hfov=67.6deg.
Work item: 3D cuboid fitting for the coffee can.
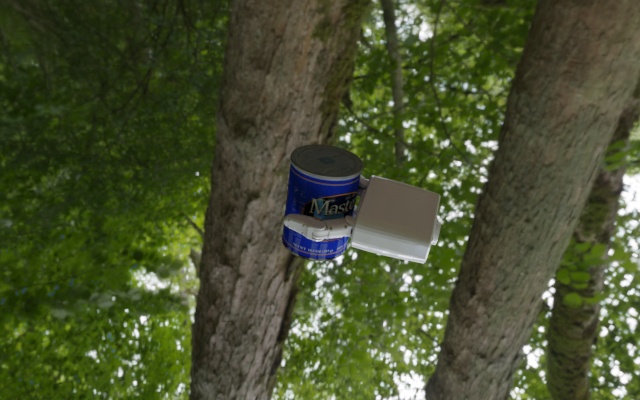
[{"bbox_3d":[0.000,0.002,0.700,0.103,0.140,0.102,7,30,-4],"label":"coffee can"}]
